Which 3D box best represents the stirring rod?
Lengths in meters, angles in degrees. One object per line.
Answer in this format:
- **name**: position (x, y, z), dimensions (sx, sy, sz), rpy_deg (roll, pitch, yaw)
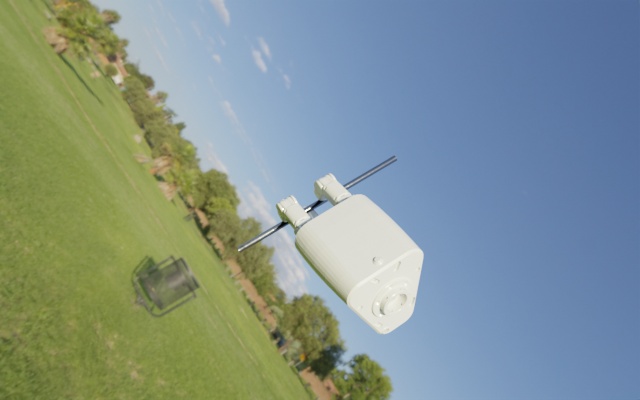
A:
- **stirring rod**: position (0.000, 0.002, 0.615), dimensions (0.239, 0.011, 0.011), rpy_deg (-30, 8, -14)
